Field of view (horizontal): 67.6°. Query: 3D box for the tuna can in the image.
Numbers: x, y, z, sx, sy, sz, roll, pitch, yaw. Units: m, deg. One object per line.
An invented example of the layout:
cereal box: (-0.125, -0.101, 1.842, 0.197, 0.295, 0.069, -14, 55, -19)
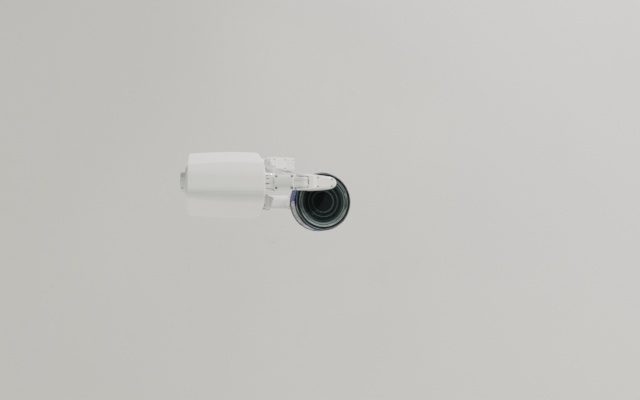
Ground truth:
tuna can: (0.000, 0.002, 0.702, 0.086, 0.086, 0.034, 0, -4, -16)
